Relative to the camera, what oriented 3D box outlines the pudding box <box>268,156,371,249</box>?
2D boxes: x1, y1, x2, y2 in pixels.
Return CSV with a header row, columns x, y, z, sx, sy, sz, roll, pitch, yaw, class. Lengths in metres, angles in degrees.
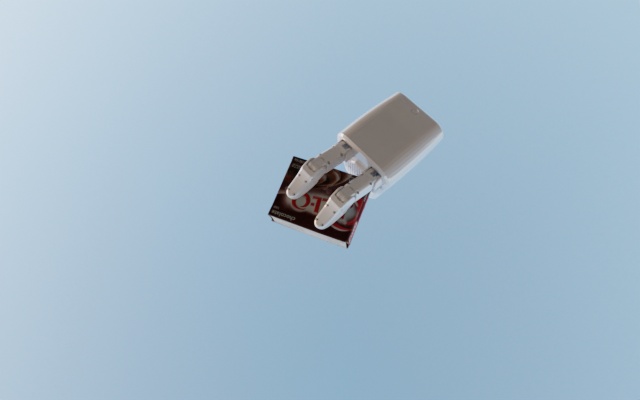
x,y,z,sx,sy,sz,roll,pitch,yaw,class
0.000,0.002,0.630,0.113,0.090,0.039,18,-19,13,pudding box
